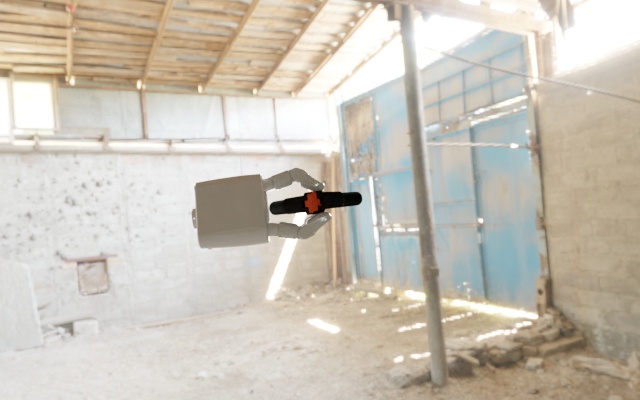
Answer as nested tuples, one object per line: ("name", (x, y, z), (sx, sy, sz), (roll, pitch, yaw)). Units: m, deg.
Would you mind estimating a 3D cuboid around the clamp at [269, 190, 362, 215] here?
("clamp", (0.000, 0.002, 0.759), (0.164, 0.036, 0.210), (-8, -1, -6))
